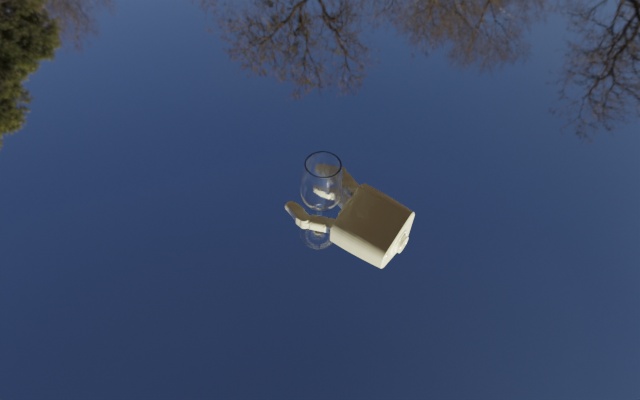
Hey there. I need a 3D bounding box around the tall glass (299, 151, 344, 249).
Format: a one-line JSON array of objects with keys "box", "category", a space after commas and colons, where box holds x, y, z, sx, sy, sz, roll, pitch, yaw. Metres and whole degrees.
[{"box": [0.000, 0.003, 0.868, 0.079, 0.079, 0.201, 0, -39, -3], "category": "tall glass"}]
